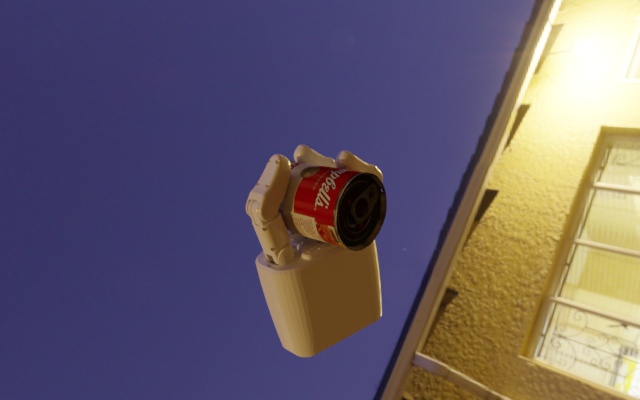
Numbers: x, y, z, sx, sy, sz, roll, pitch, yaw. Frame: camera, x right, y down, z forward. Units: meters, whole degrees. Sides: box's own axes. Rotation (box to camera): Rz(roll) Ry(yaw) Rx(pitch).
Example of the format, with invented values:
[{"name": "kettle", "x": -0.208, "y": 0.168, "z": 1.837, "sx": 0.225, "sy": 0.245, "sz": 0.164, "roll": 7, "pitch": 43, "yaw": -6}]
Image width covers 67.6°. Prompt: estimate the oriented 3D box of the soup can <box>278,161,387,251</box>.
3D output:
[{"name": "soup can", "x": 0.000, "y": 0.001, "z": 0.439, "sx": 0.102, "sy": 0.068, "sz": 0.068, "roll": 13, "pitch": 9, "yaw": 43}]
